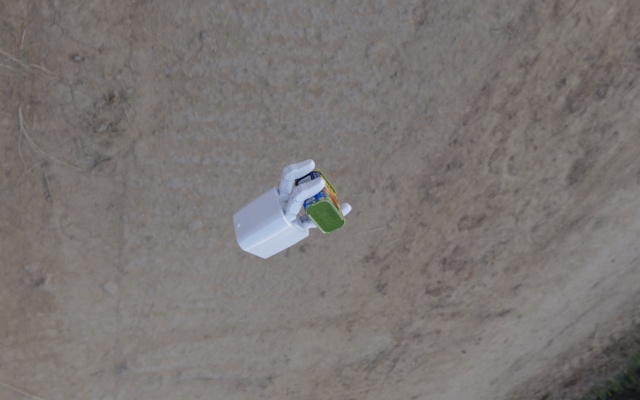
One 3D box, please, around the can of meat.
[{"bbox_3d":[0.000,0.003,0.898,0.057,0.084,0.102,-28,-44,10],"label":"can of meat"}]
